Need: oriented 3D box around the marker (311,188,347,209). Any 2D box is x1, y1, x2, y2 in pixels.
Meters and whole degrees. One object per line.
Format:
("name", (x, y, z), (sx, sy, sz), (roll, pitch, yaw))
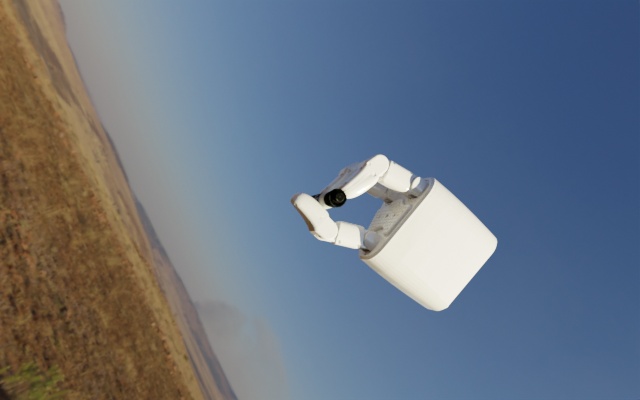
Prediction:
("marker", (0.000, 0.002, 0.520), (0.020, 0.020, 0.121), (0, -4, -19))
